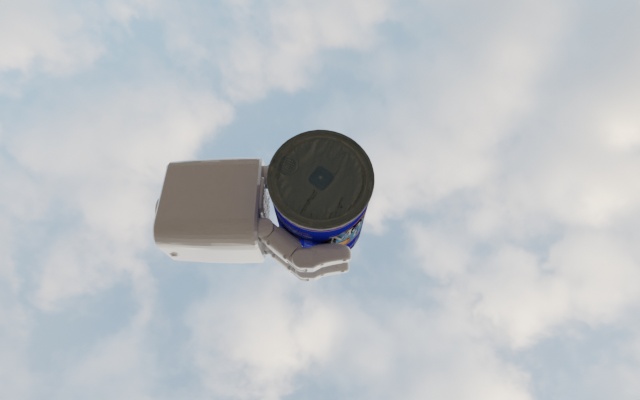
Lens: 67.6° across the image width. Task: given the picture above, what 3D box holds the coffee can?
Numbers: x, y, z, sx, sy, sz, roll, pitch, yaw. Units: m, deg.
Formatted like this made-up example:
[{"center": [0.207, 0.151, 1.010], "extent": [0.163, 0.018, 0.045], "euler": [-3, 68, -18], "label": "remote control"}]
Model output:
[{"center": [0.000, 0.002, 0.517], "extent": [0.103, 0.102, 0.140], "euler": [0, -20, 0], "label": "coffee can"}]
